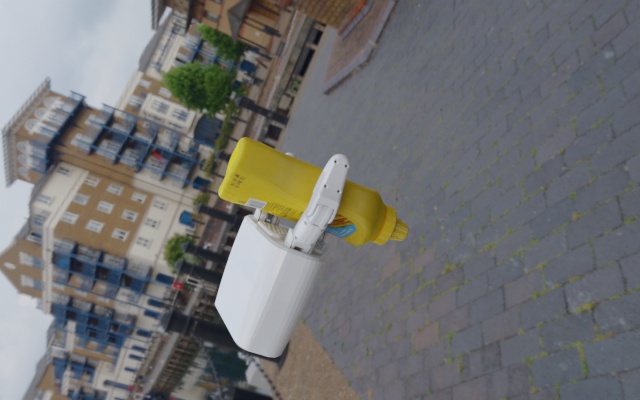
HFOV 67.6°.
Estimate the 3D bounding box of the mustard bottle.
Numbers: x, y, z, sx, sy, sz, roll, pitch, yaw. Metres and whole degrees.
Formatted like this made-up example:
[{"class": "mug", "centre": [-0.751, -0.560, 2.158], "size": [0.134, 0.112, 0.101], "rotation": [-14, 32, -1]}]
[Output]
[{"class": "mustard bottle", "centre": [0.000, 0.001, 0.472], "size": [0.191, 0.058, 0.096], "rotation": [21, -19, -14]}]
